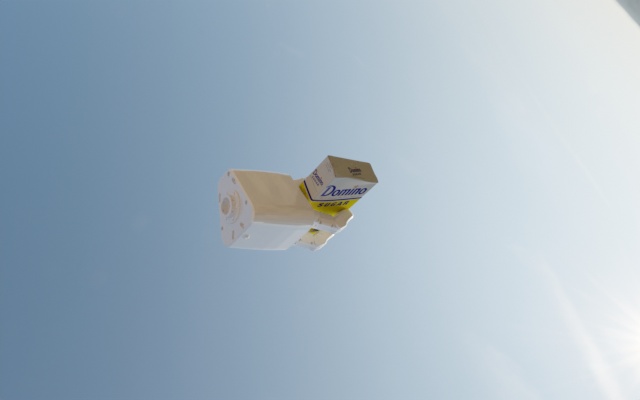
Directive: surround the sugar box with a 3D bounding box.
[{"bbox_3d":[0.000,0.003,0.760,0.093,0.048,0.176,5,-36,-41],"label":"sugar box"}]
